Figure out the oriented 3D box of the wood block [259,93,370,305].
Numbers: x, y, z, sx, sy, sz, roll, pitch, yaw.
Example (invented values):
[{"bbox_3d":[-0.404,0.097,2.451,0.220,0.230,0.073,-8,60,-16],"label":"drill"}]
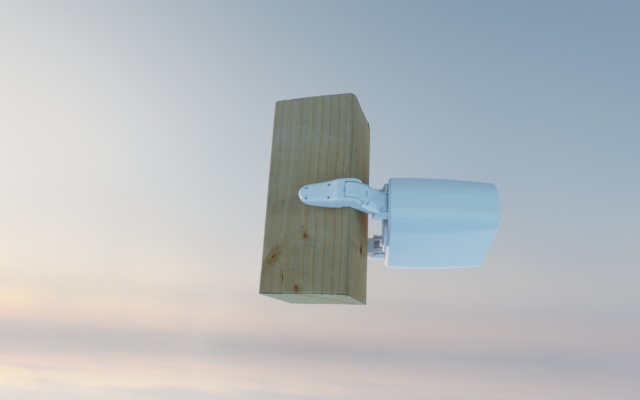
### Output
[{"bbox_3d":[0.000,0.002,0.510,0.090,0.206,0.091,-2,-18,17],"label":"wood block"}]
